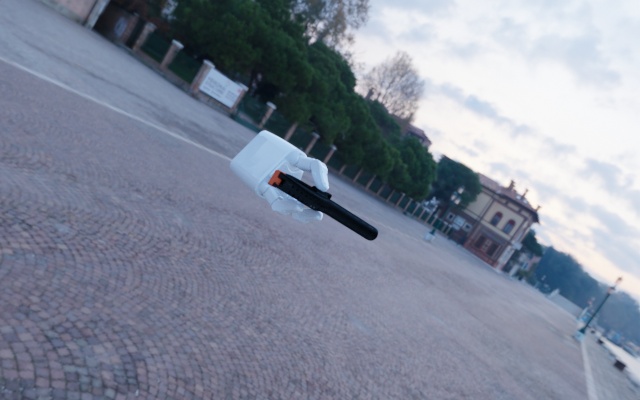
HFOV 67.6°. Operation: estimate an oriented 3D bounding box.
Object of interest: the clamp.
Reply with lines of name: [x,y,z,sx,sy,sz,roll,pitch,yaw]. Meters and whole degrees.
clamp: [0.000,0.002,0.817,0.164,0.036,0.210,36,6,41]
